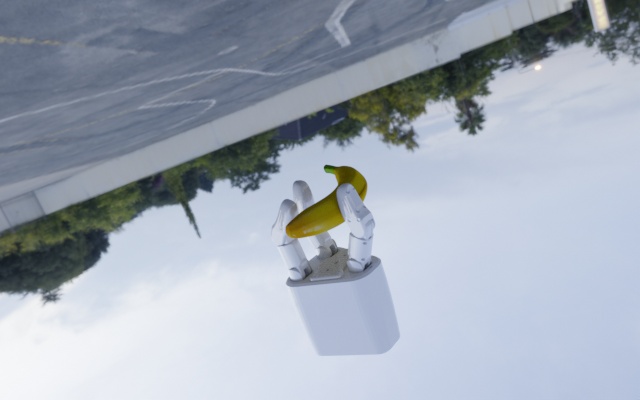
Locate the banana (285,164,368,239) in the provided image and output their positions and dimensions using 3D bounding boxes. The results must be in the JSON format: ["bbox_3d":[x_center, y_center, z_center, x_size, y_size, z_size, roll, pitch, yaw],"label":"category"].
[{"bbox_3d":[0.018,-0.002,0.572,0.069,0.037,0.197,-9,20,18],"label":"banana"}]
